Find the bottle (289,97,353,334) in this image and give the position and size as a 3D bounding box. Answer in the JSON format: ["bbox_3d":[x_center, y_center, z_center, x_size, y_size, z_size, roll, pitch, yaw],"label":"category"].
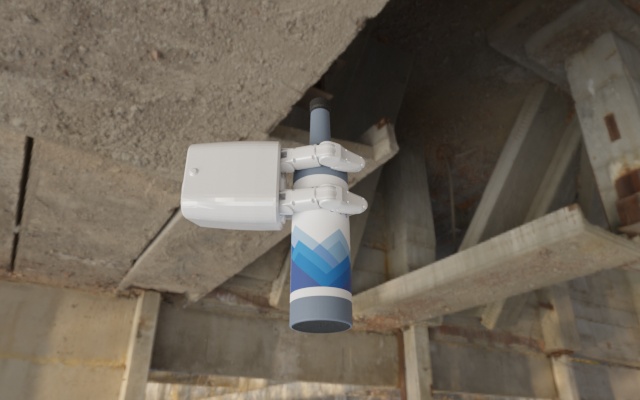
[{"bbox_3d":[0.000,0.002,0.567,0.069,0.295,0.069,0,-27,0],"label":"bottle"}]
